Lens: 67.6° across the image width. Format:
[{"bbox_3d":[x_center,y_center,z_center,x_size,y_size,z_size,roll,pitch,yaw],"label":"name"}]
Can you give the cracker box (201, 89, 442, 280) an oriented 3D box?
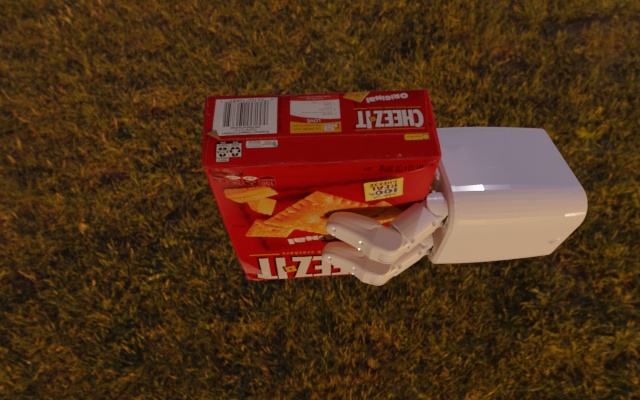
[{"bbox_3d":[0.000,0.001,0.419,0.164,0.072,0.214,-2,-30,-1],"label":"cracker box"}]
